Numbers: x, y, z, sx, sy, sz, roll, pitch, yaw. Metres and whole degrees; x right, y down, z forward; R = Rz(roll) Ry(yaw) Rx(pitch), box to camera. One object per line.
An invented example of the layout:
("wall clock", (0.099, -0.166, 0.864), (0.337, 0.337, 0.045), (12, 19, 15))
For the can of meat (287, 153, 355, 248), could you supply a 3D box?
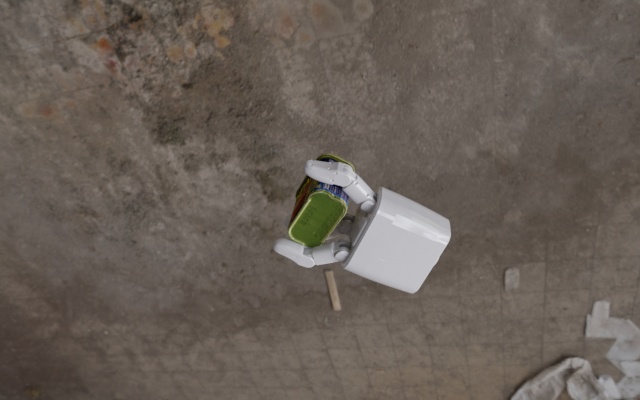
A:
("can of meat", (0.000, 0.002, 0.636), (0.057, 0.102, 0.084), (26, 38, -11))
